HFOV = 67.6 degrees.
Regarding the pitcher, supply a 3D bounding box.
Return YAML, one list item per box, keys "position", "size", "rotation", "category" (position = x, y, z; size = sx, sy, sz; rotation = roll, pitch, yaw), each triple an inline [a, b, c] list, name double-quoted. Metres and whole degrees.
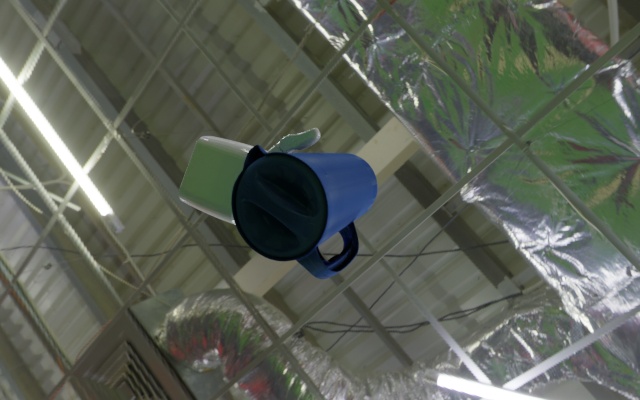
- position: [0.000, 0.002, 0.673]
  size: [0.145, 0.149, 0.243]
  rotation: [16, 14, 22]
  category: "pitcher"
